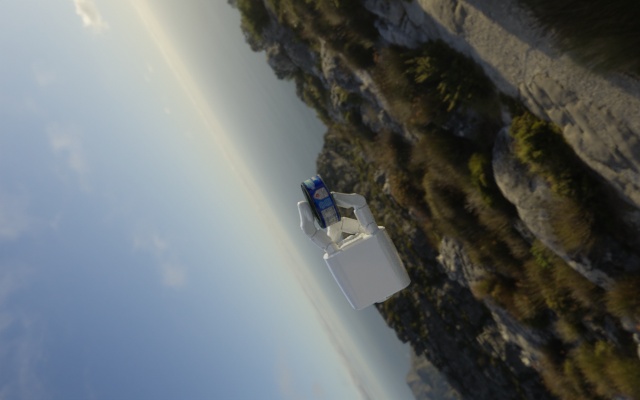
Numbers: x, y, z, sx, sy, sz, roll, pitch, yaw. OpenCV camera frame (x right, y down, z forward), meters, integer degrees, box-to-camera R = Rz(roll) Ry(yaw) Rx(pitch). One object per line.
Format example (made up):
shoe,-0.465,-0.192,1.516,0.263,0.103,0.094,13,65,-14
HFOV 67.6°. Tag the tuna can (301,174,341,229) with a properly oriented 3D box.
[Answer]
tuna can,0.000,0.003,0.782,0.034,0.086,0.086,-26,3,-7
